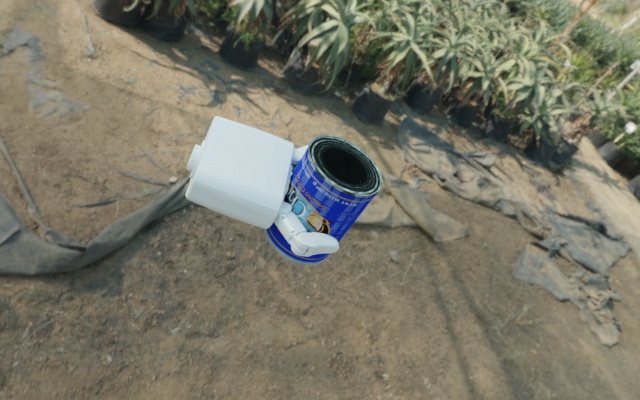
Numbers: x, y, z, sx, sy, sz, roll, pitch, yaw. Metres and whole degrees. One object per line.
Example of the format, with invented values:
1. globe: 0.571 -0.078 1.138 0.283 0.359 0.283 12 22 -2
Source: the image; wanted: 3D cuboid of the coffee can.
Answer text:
1. coffee can: 0.000 0.002 0.615 0.103 0.102 0.140 0 -41 -36
